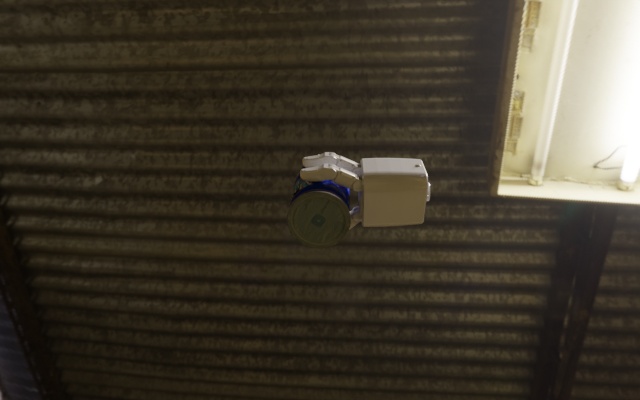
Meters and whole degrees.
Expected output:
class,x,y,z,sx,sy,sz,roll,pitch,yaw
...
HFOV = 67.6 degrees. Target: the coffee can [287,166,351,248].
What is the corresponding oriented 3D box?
class,x,y,z,sx,sy,sz,roll,pitch,yaw
coffee can,0.000,0.003,0.824,0.103,0.103,0.140,0,26,3
